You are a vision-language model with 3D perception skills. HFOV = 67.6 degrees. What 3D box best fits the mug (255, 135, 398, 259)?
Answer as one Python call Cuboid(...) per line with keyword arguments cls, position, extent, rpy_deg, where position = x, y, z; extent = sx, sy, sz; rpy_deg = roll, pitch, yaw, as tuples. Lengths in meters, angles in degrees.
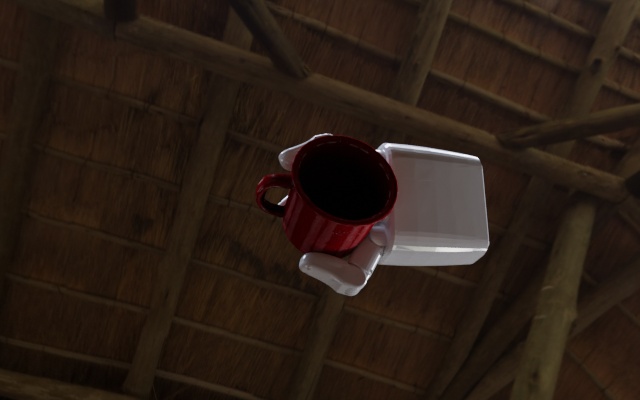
Cuboid(cls="mug", position=(-0.001, 0.001, 0.428), extent=(0.117, 0.093, 0.081), rpy_deg=(5, -34, -14))
